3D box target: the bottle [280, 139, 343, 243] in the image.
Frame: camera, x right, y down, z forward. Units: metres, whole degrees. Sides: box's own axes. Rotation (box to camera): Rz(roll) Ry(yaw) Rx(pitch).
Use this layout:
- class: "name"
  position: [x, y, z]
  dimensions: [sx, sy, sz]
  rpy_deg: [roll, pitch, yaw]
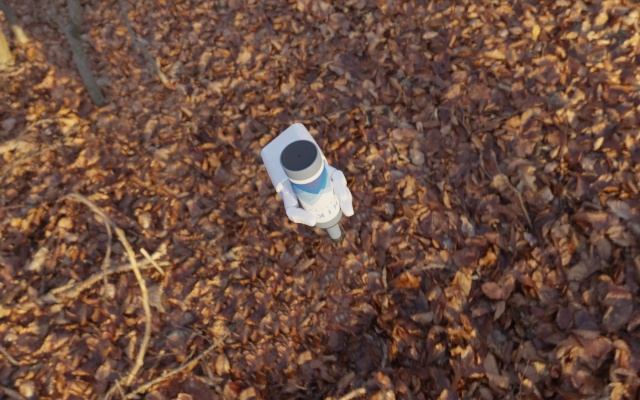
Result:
- class: "bottle"
  position: [0.000, 0.003, 0.893]
  dimensions: [0.069, 0.069, 0.296]
  rpy_deg: [0, -31, 16]
